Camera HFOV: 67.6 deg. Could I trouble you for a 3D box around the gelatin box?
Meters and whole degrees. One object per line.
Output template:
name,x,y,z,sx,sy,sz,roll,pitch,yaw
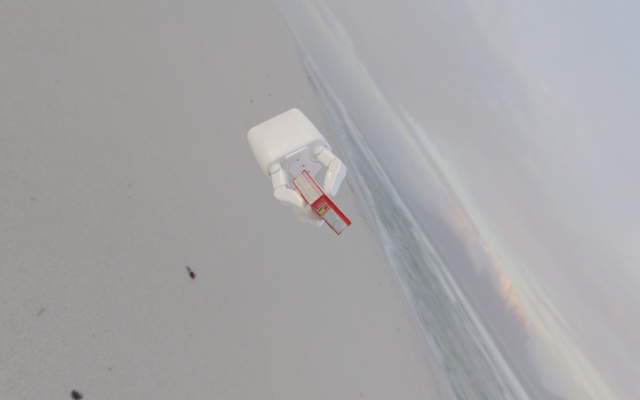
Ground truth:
gelatin box,0.001,0.002,0.712,0.073,0.030,0.089,47,2,-35
